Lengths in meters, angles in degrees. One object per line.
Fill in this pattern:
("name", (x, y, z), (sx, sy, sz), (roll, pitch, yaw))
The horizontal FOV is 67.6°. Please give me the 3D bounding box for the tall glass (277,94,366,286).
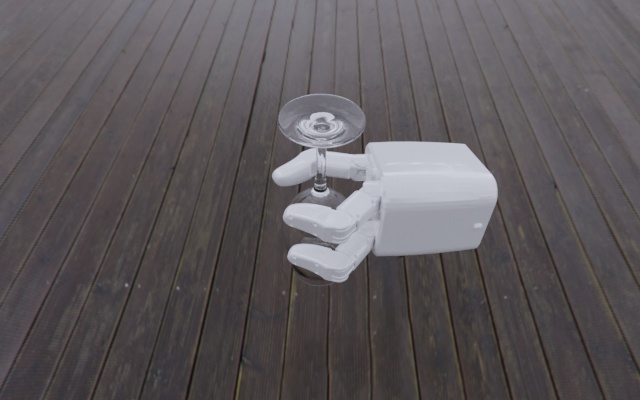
("tall glass", (0.000, 0.001, 0.468), (0.079, 0.079, 0.201), (1, -45, -1))
